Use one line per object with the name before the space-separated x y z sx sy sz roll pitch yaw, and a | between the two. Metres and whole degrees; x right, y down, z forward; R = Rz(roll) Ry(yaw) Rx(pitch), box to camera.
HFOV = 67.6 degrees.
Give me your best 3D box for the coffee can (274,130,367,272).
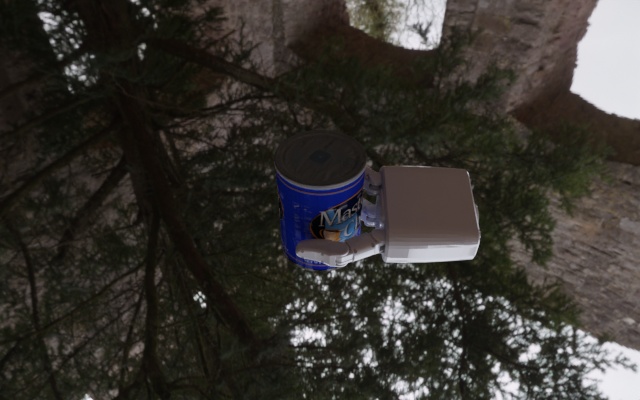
coffee can | 0.000 0.002 0.573 0.103 0.140 0.102 0 42 0
